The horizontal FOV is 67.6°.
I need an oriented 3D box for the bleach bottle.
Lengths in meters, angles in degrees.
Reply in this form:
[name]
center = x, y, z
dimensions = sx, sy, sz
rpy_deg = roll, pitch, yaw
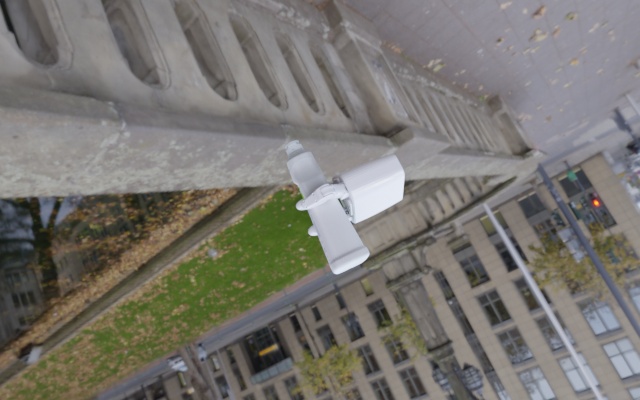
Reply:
[bleach bottle]
center = 0.000, 0.003, 0.850
dimensions = 0.068, 0.250, 0.102
rpy_deg = -24, -13, -8
